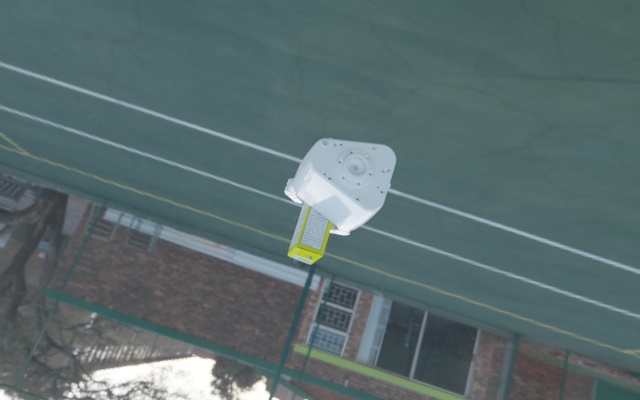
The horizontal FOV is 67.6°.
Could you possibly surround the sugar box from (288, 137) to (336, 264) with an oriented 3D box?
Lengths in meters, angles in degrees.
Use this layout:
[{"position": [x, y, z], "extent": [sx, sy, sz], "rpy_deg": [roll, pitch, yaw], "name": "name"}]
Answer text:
[{"position": [0.001, 0.003, 0.722], "extent": [0.048, 0.176, 0.093], "rpy_deg": [21, -18, -7], "name": "sugar box"}]
